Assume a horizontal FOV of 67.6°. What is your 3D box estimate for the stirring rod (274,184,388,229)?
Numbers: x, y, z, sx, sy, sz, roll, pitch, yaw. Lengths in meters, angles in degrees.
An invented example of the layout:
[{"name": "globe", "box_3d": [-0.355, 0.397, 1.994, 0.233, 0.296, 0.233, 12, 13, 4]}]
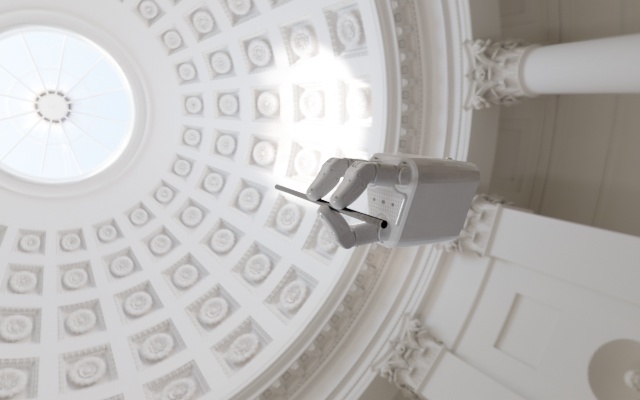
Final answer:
[{"name": "stirring rod", "box_3d": [0.000, 0.002, 0.543, 0.011, 0.011, 0.239, 0, 10, -30]}]
